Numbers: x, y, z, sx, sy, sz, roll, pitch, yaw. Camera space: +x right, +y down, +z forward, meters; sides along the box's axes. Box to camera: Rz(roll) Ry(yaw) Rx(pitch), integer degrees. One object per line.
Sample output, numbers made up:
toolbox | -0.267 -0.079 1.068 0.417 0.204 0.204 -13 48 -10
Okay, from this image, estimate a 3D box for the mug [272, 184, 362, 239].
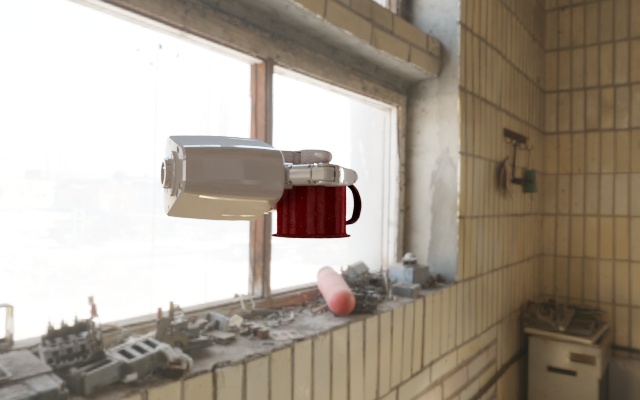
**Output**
mug | 0.001 0.002 0.566 0.117 0.081 0.093 1 -1 -29
